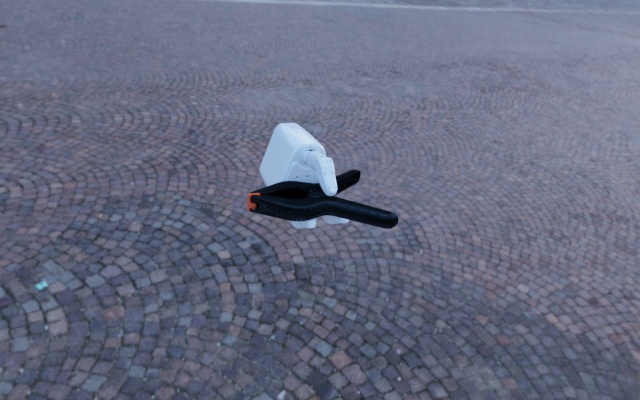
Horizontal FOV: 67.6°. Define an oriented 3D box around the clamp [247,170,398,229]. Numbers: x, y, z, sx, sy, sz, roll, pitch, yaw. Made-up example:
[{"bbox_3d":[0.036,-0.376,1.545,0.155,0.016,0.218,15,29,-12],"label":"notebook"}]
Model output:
[{"bbox_3d":[0.000,0.002,0.701,0.210,0.036,0.164,-6,29,-23],"label":"clamp"}]
